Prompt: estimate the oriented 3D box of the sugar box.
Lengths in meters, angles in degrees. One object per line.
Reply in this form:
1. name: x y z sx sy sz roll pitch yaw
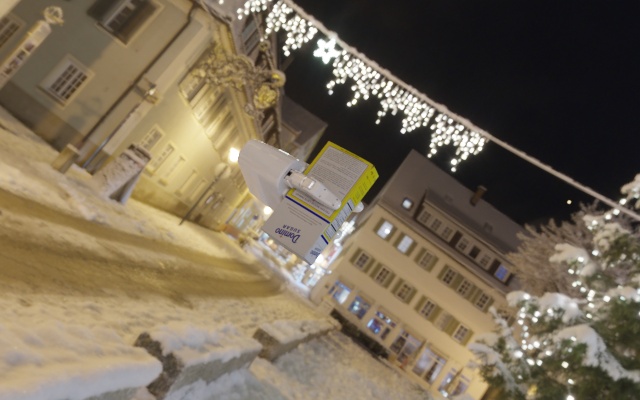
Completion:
1. sugar box: 0.000 0.002 0.729 0.093 0.176 0.048 31 -11 30
